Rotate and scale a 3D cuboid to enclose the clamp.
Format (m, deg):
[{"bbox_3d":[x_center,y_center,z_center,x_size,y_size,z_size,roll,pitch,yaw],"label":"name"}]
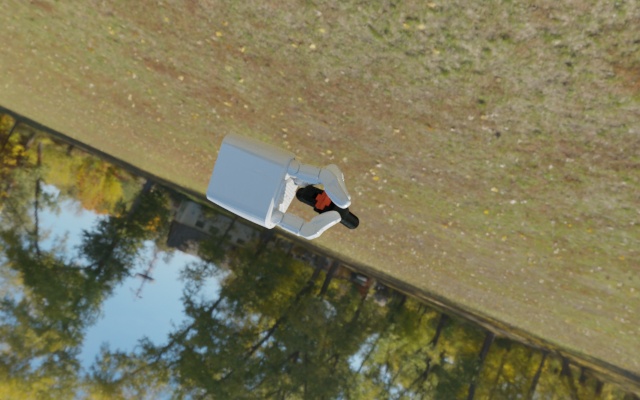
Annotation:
[{"bbox_3d":[0.000,0.003,0.759,0.120,0.039,0.171,22,-7,13],"label":"clamp"}]
